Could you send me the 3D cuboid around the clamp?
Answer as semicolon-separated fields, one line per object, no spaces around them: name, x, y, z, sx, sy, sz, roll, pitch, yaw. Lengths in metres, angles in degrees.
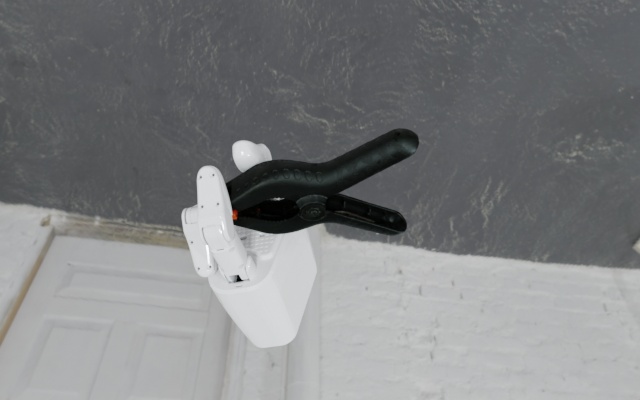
clamp;0.000;0.002;0.403;0.171;0.039;0.120;-10;-45;8
